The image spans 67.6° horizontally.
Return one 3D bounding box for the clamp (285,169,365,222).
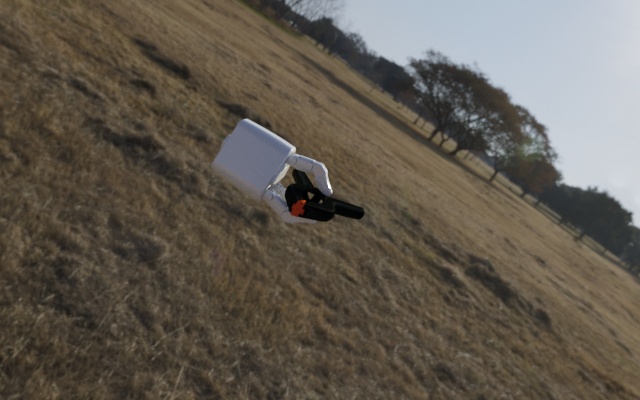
[{"bbox_3d":[0.000,0.002,0.854,0.164,0.036,0.210,31,16,3],"label":"clamp"}]
